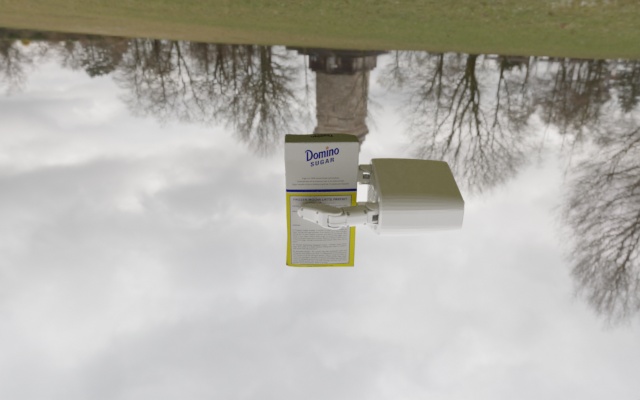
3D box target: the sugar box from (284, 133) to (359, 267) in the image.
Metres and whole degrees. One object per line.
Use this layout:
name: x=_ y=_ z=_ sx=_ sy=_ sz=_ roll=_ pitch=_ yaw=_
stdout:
sugar box: x=0.000 y=0.002 z=0.623 sx=0.093 sy=0.176 sz=0.048 roll=0 pitch=21 yaw=-3
